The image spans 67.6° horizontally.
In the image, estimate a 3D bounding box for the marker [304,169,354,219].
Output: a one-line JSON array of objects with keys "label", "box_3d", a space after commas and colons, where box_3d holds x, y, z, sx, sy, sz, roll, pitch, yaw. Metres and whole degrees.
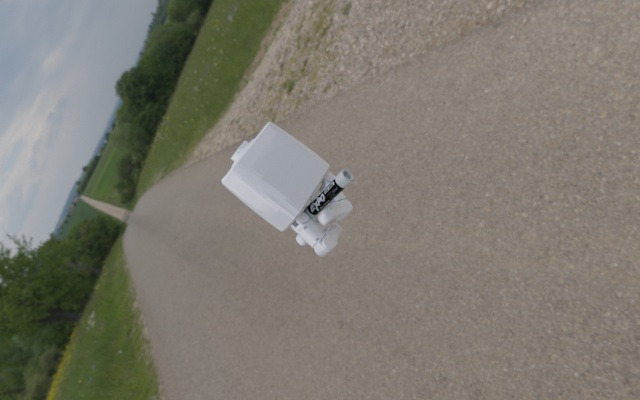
[{"label": "marker", "box_3d": [0.000, 0.002, 0.630, 0.020, 0.020, 0.121, 0, -34, -43]}]
